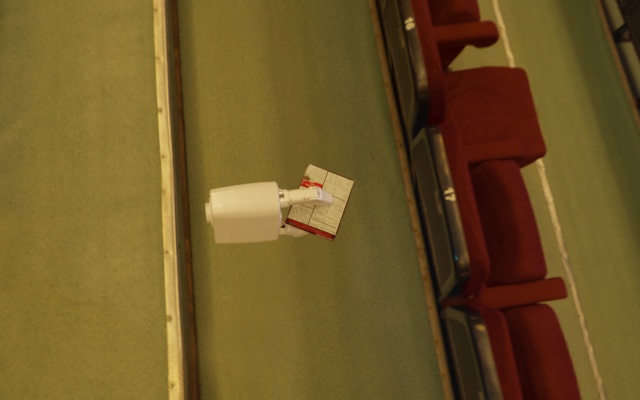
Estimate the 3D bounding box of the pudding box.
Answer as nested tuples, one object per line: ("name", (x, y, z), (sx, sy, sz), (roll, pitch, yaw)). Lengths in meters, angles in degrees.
("pudding box", (0.000, 0.003, 0.821), (0.090, 0.113, 0.039), (21, -20, -2))
